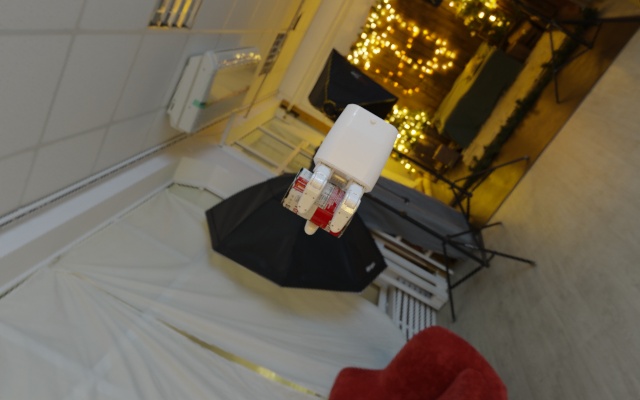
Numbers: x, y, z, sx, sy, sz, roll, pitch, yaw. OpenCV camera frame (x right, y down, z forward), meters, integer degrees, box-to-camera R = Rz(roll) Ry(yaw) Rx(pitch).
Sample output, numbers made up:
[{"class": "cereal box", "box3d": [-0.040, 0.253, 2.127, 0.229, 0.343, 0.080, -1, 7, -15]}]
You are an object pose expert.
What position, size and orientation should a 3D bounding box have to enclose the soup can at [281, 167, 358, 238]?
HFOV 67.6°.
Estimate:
[{"class": "soup can", "box3d": [0.000, 0.003, 0.725, 0.102, 0.068, 0.068, 30, -1, -2]}]
